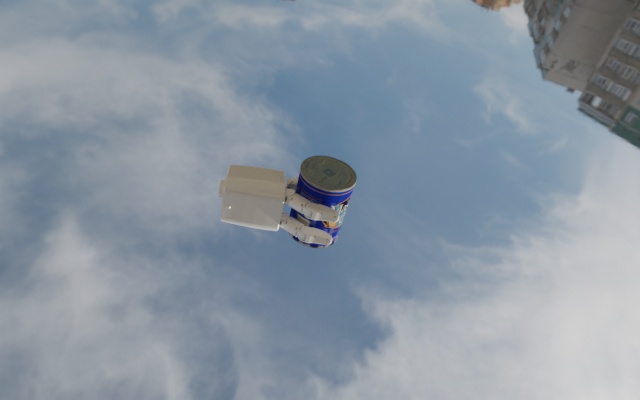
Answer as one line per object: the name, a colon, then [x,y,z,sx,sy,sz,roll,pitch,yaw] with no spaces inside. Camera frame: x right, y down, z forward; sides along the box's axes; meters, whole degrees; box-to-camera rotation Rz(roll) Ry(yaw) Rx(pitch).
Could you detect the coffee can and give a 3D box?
coffee can: [0.000,0.003,0.884,0.103,0.140,0.102,10,37,-8]
